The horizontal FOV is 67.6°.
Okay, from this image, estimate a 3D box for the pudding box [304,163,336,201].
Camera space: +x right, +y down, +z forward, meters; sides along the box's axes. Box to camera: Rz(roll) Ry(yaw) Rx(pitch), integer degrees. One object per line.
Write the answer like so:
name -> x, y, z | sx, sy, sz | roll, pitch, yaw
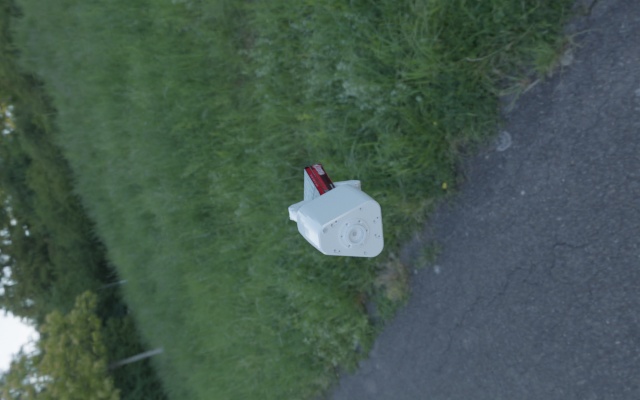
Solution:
pudding box -> 0.000, 0.003, 0.878 | 0.039, 0.114, 0.090 | -12, 45, -17
